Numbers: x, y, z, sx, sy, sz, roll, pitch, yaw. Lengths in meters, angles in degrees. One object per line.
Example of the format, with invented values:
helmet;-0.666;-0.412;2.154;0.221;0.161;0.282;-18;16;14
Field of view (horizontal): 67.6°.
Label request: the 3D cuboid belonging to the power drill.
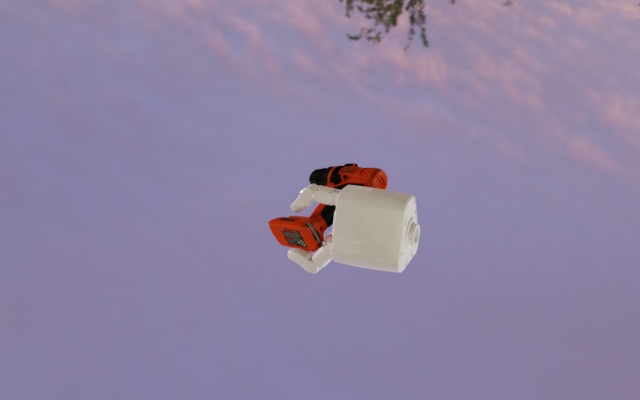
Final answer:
power drill;0.000;0.003;0.824;0.187;0.057;0.184;-44;28;-29
